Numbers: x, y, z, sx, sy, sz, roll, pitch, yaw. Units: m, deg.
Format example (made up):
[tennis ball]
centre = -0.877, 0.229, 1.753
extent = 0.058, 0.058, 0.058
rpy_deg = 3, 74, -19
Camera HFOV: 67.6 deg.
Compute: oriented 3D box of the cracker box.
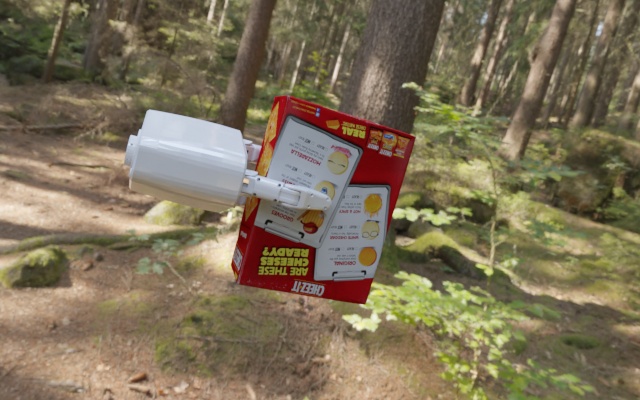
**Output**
[cracker box]
centre = 0.000, 0.002, 0.568
extent = 0.164, 0.214, 0.072
rpy_deg = 14, 7, -20
